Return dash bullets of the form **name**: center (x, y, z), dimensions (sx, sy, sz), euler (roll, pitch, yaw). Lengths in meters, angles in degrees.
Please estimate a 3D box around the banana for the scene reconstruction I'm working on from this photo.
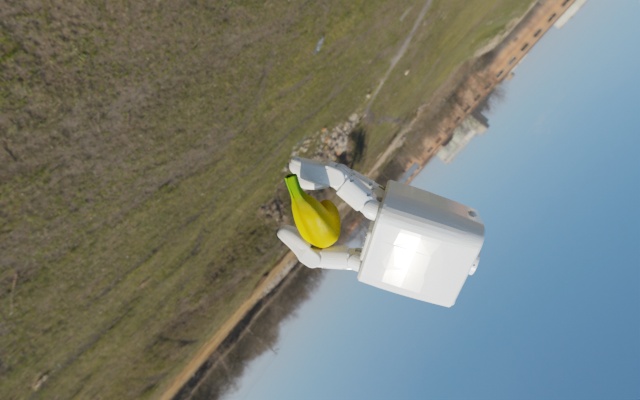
- **banana**: center (0.001, 0.020, 0.539), dimensions (0.037, 0.069, 0.198), euler (-7, -9, 8)
